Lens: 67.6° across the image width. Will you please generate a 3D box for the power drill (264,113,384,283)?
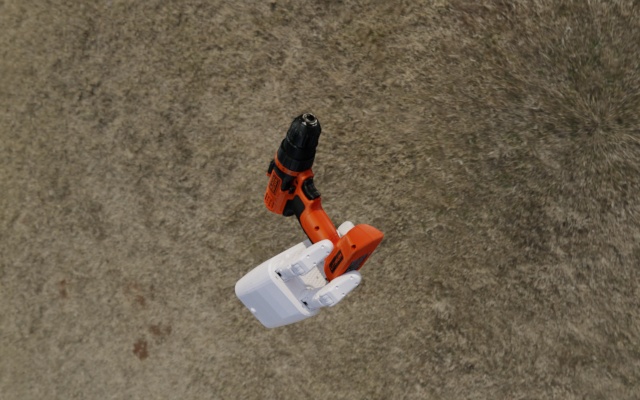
[{"bbox_3d":[0.000,0.003,0.633,0.057,0.187,0.185,-22,-26,-32],"label":"power drill"}]
